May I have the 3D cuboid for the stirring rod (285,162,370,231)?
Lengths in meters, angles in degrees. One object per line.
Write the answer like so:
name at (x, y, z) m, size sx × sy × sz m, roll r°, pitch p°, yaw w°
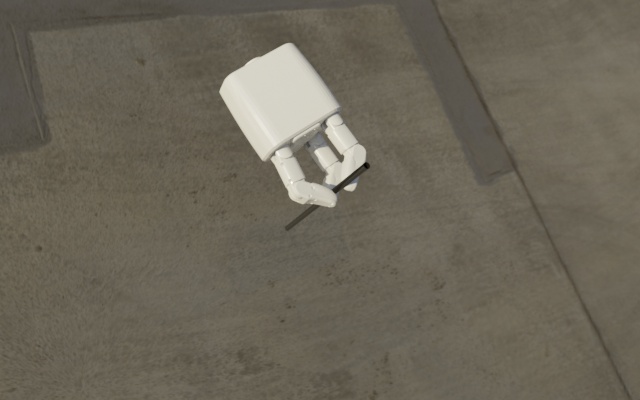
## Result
stirring rod at (0.000, 0.002, 0.622) m, size 0.011 × 0.011 × 0.240 m, roll 0°, pitch -20°, yaw -26°
